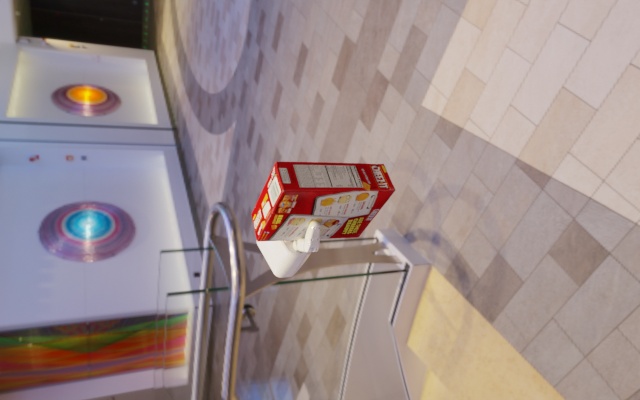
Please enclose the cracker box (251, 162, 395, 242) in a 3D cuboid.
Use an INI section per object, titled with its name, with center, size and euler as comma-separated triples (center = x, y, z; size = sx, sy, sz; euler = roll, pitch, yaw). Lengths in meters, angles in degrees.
[cracker box]
center = 0.000, 0.003, 0.863
size = 0.214, 0.072, 0.164
euler = -1, -34, -25
